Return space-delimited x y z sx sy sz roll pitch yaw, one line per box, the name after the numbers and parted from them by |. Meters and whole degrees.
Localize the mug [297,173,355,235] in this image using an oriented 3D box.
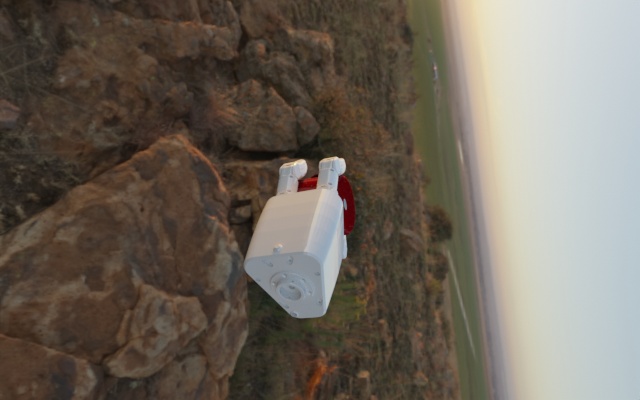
0.001 0.001 0.657 0.081 0.093 0.117 -7 38 20 | mug
